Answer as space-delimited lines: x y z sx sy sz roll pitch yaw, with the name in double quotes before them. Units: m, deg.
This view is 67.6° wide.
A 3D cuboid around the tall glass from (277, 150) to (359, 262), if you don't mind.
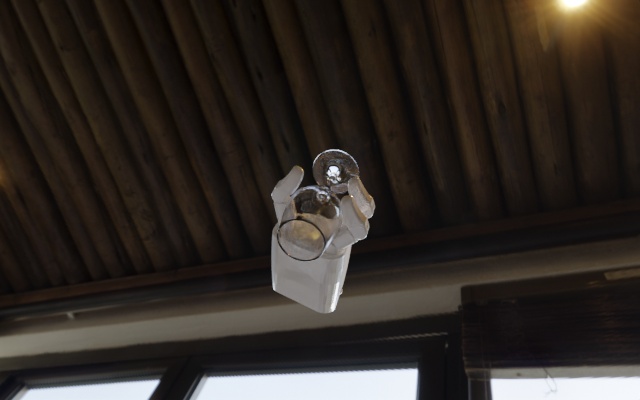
"tall glass" 0.000 0.002 0.661 0.079 0.079 0.201 0 28 16
